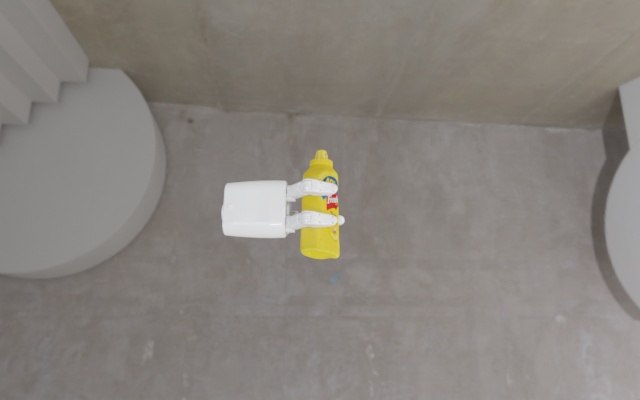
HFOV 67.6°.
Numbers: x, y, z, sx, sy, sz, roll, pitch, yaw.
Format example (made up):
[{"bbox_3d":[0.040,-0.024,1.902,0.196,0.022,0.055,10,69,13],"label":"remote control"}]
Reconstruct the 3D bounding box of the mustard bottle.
[{"bbox_3d":[0.000,0.003,0.842,0.058,0.191,0.096,-7,-18,24],"label":"mustard bottle"}]
